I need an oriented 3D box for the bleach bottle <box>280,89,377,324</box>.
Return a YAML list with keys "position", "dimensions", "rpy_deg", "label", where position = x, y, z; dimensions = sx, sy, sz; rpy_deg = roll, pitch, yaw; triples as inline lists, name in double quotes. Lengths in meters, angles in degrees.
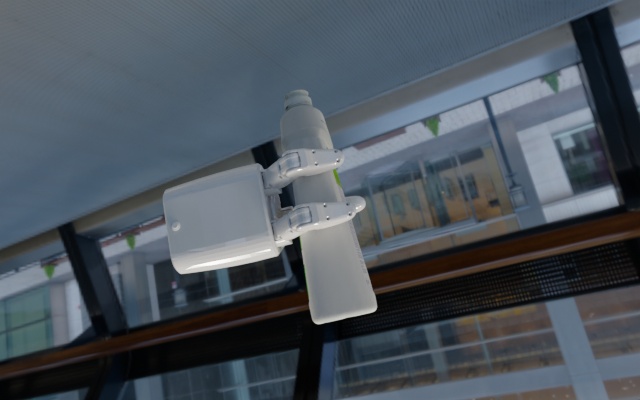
- position: [0.000, 0.002, 0.519]
  dimensions: [0.068, 0.250, 0.102]
  rpy_deg: [-13, -14, 3]
  label: "bleach bottle"
